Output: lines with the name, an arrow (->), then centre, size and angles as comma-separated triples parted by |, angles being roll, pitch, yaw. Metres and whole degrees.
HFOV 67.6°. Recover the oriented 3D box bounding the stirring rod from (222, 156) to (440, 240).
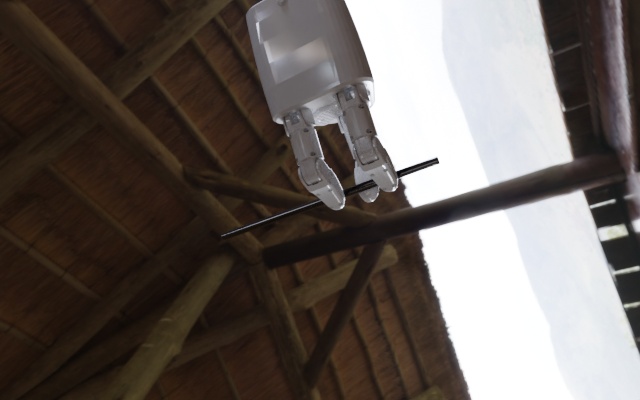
stirring rod -> 0.000, 0.001, 0.470 | 0.239, 0.011, 0.011 | -20, -8, 23
